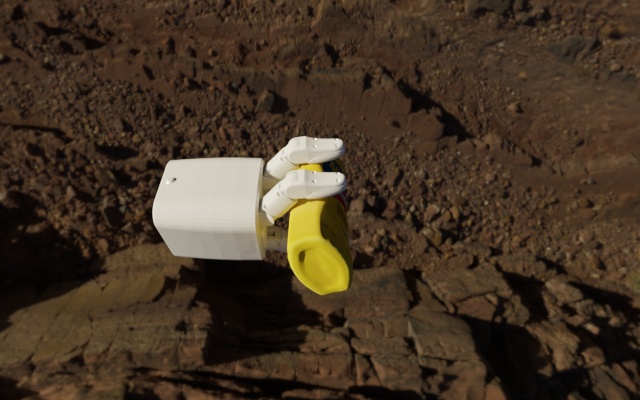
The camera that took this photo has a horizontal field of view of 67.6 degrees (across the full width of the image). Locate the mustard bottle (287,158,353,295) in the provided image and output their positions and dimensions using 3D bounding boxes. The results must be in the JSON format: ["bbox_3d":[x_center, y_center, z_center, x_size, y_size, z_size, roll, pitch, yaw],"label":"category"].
[{"bbox_3d":[0.000,0.002,0.533,0.058,0.191,0.096,-17,-48,15],"label":"mustard bottle"}]
